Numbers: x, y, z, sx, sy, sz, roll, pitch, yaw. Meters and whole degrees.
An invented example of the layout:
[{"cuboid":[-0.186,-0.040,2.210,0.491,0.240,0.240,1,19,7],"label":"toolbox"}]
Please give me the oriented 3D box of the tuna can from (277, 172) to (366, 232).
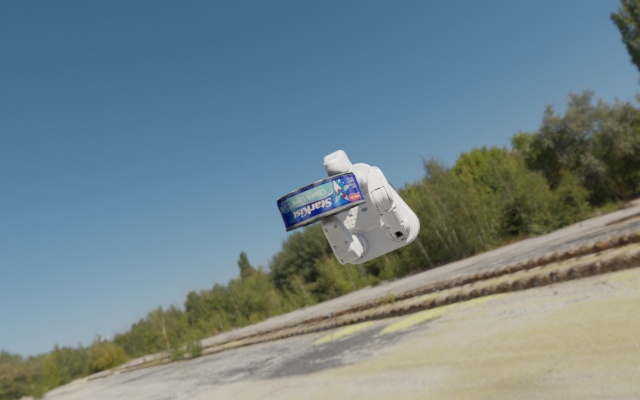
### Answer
[{"cuboid":[0.000,0.001,0.481,0.086,0.034,0.086,-20,-4,-1],"label":"tuna can"}]
